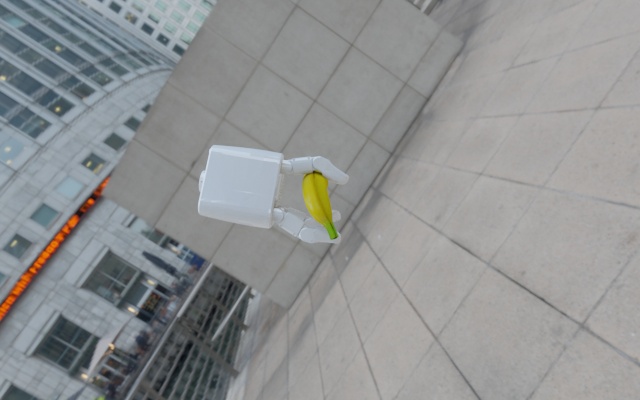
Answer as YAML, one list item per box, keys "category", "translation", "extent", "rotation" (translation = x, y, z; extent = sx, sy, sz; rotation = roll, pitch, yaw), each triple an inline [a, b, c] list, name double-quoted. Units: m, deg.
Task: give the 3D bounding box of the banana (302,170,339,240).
- category: "banana"
  translation: [-0.005, -0.012, 0.725]
  extent: [0.037, 0.070, 0.197]
  rotation: [-15, 24, 4]
